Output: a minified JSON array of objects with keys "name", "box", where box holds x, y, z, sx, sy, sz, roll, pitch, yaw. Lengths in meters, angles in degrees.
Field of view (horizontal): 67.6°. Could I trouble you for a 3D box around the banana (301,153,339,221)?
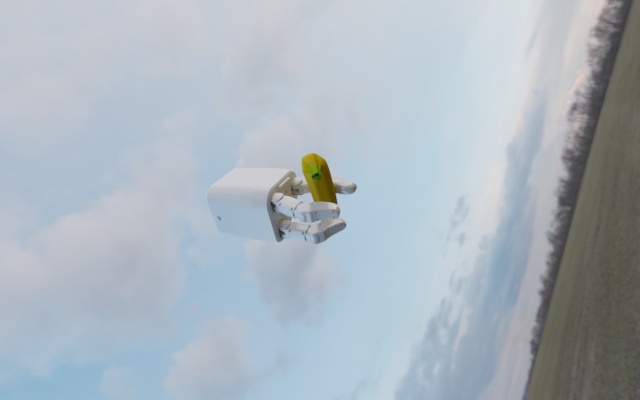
[{"name":"banana","box":[0.000,-0.016,0.704,0.037,0.069,0.198,-5,-26,9]}]
